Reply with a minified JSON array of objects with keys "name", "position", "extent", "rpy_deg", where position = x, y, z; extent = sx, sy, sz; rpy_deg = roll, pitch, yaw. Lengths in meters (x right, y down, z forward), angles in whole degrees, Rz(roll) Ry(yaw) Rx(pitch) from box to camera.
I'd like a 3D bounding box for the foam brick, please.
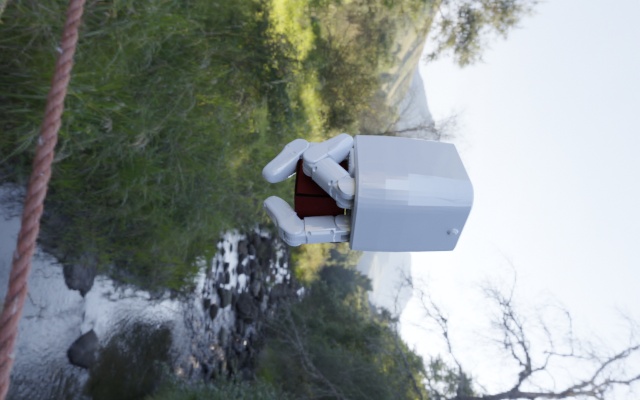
[{"name":"foam brick","position":[0.000,0.002,0.500],"extent":[0.051,0.053,0.078],"rpy_deg":[2,-40,0]}]
